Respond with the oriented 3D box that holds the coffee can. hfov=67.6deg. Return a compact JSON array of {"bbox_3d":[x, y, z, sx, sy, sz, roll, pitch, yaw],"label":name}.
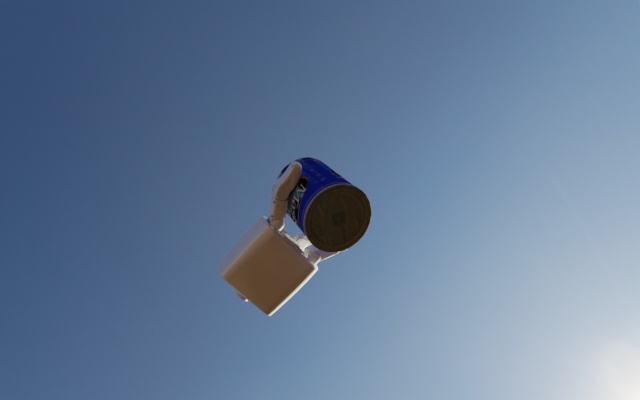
[{"bbox_3d":[0.000,0.002,0.724,0.103,0.103,0.140,0,20,-23],"label":"coffee can"}]
